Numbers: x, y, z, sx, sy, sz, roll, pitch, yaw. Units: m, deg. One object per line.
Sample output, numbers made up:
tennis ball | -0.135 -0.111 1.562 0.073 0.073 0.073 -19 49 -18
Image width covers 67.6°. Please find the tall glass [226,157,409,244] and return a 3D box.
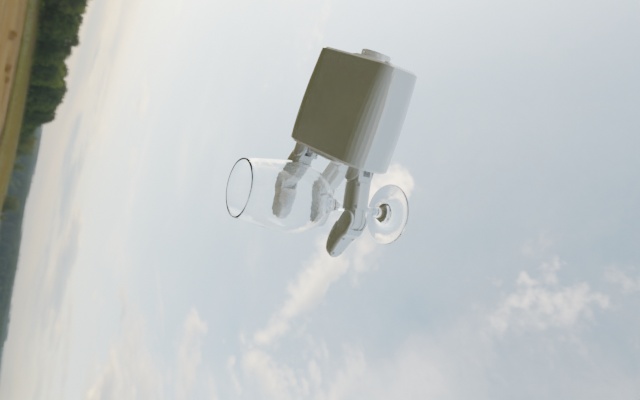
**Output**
tall glass | 0.001 0.002 0.530 0.201 0.079 0.079 10 -5 -33
